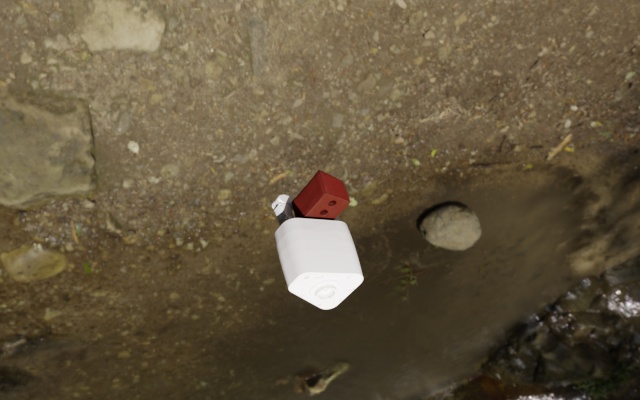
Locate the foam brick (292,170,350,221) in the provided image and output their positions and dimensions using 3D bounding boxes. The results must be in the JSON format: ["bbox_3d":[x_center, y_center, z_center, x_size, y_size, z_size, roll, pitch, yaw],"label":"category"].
[{"bbox_3d":[0.000,0.002,0.755,0.053,0.051,0.078,20,-55,-33],"label":"foam brick"}]
